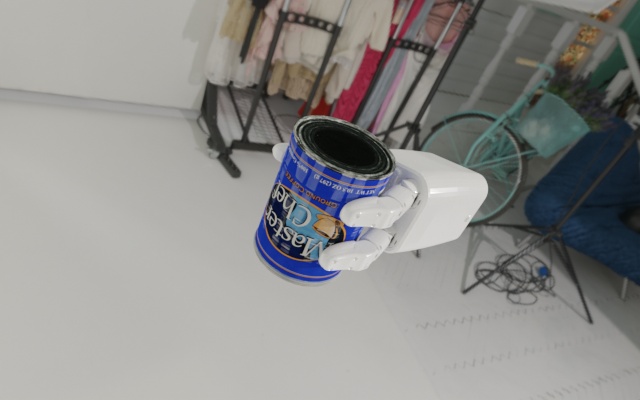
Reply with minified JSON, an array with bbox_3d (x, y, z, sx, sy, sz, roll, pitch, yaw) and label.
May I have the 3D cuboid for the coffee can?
[{"bbox_3d":[0.000,0.002,0.480,0.103,0.140,0.102,16,34,-11],"label":"coffee can"}]
